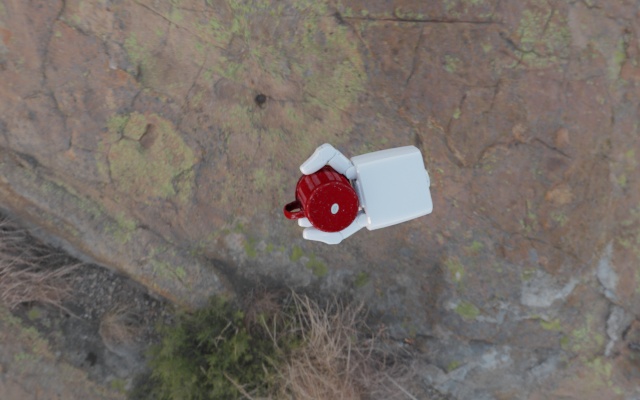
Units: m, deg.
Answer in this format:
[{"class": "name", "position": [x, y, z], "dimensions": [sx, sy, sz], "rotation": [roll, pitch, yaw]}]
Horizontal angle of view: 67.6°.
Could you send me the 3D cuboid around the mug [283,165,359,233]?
[{"class": "mug", "position": [-0.001, 0.003, 0.729], "dimensions": [0.117, 0.093, 0.081], "rotation": [-15, 19, -5]}]
